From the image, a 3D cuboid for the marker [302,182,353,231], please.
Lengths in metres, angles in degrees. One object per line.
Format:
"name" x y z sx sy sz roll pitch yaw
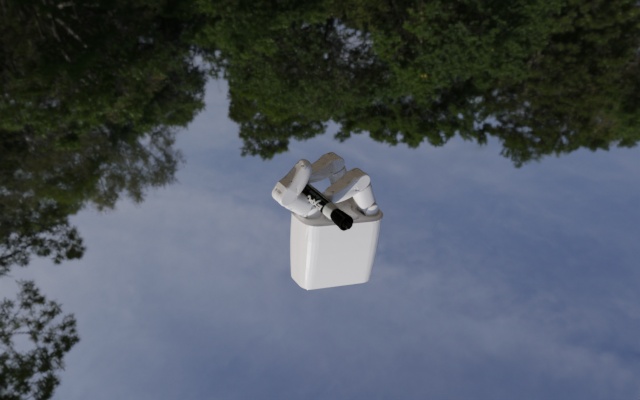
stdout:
"marker" 0.000 0.002 0.570 0.020 0.020 0.121 0 26 -37
